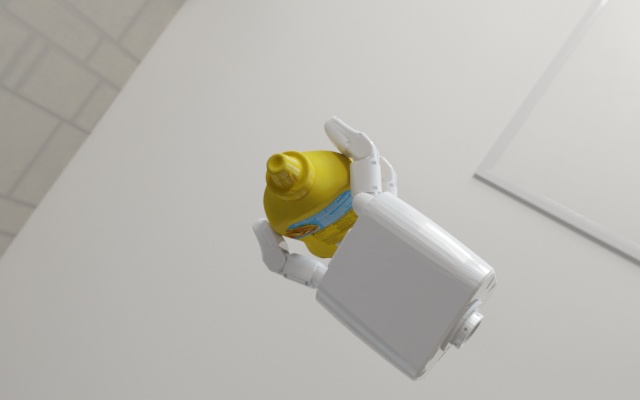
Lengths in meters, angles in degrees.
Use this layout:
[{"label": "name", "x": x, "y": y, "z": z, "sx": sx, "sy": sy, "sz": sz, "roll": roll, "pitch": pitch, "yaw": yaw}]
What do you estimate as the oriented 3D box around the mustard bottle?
[{"label": "mustard bottle", "x": 0.000, "y": 0.001, "z": 0.455, "sx": 0.096, "sy": 0.058, "sz": 0.192, "roll": -31, "pitch": -27, "yaw": 10}]
